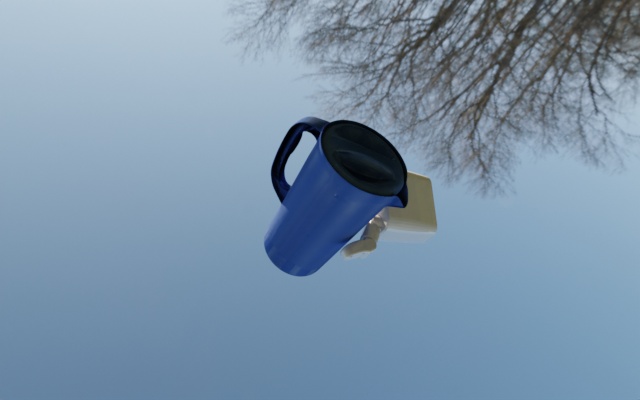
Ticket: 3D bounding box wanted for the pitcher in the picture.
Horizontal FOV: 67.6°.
[{"bbox_3d":[0.000,0.002,0.701,0.145,0.149,0.243,7,-40,-30],"label":"pitcher"}]
